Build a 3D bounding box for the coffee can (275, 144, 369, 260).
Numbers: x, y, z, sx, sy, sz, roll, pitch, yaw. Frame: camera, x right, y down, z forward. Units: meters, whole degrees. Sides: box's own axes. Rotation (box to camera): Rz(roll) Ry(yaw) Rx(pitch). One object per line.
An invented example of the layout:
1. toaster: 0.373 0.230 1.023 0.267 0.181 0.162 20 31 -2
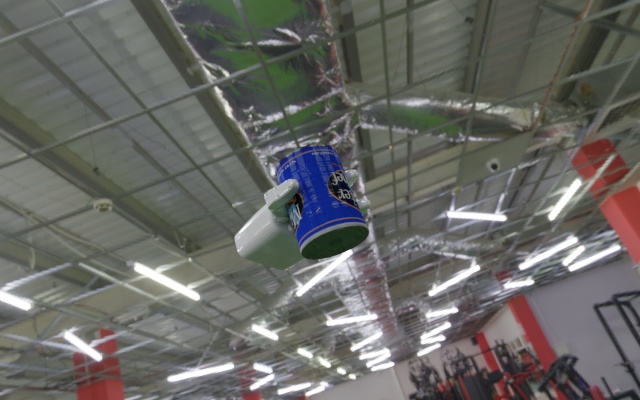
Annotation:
1. coffee can: 0.000 0.002 0.707 0.103 0.140 0.103 -16 -26 -8
